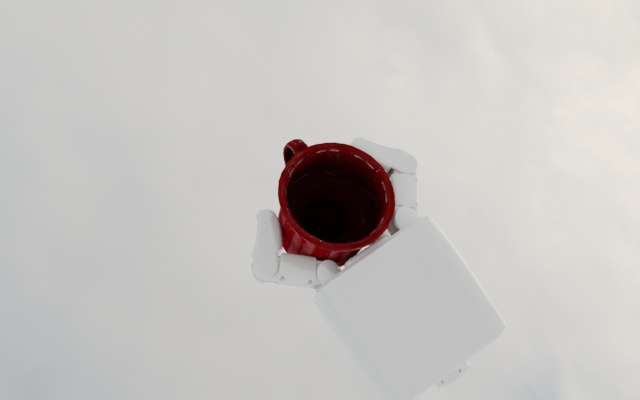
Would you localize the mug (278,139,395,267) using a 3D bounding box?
[{"bbox_3d":[-0.001,0.000,0.409,0.093,0.117,0.081,-28,-16,-21],"label":"mug"}]
